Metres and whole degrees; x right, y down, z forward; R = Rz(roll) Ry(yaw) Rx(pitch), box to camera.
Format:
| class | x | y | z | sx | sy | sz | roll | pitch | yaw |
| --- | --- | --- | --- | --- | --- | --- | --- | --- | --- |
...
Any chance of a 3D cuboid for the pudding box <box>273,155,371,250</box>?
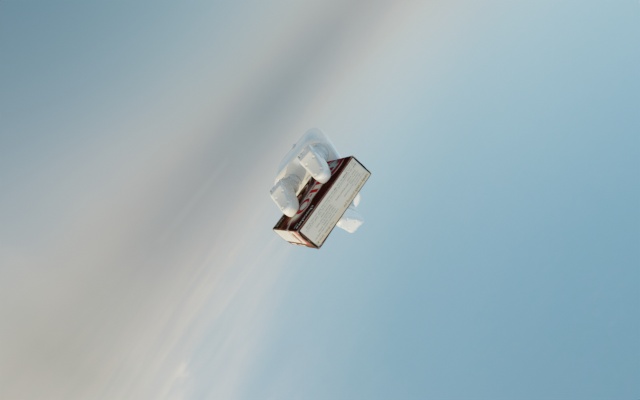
| class | x | y | z | sx | sy | sz | roll | pitch | yaw |
| --- | --- | --- | --- | --- | --- | --- | --- | --- | --- |
| pudding box | 0.000 | 0.002 | 0.572 | 0.039 | 0.113 | 0.090 | 38 | -15 | -17 |
